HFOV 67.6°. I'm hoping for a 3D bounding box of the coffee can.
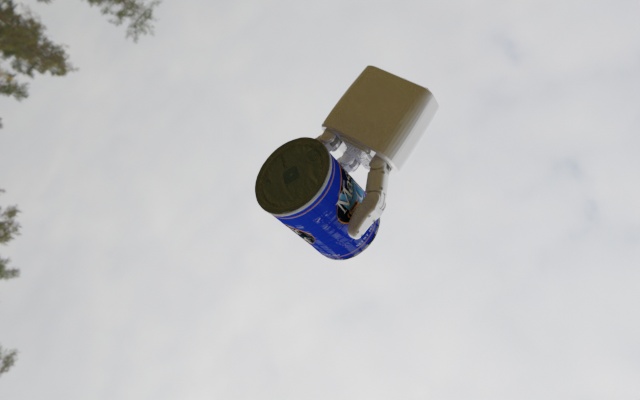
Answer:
[{"bbox_3d":[0.000,0.002,0.598,0.103,0.102,0.140,0,-28,34],"label":"coffee can"}]
